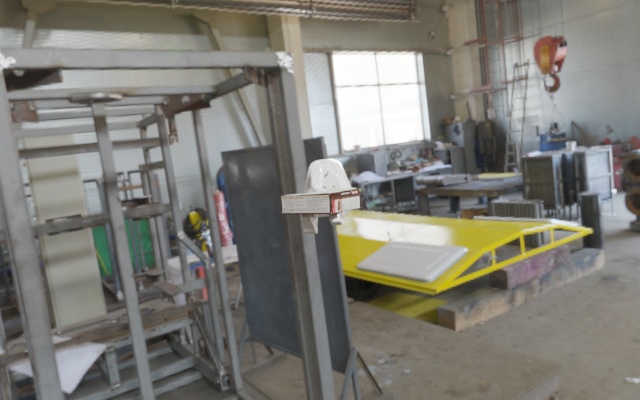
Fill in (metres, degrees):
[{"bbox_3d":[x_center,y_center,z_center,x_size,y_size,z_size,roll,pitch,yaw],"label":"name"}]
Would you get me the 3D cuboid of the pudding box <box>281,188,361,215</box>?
[{"bbox_3d":[0.000,0.003,0.838,0.113,0.039,0.090,-4,4,39],"label":"pudding box"}]
